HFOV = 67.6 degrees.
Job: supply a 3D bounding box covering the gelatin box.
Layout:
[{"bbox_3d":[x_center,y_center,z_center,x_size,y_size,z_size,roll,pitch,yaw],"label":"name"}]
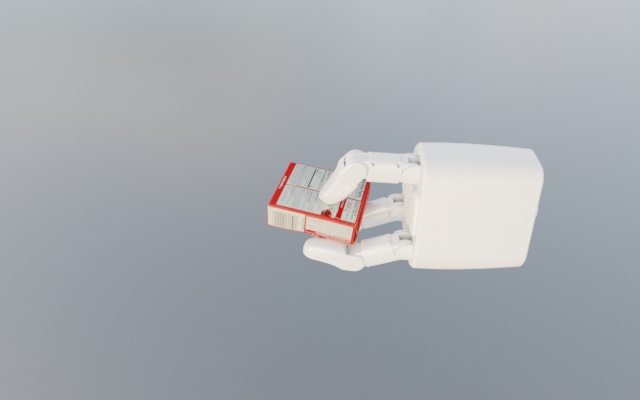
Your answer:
[{"bbox_3d":[0.000,0.001,0.474,0.089,0.030,0.073,13,42,7],"label":"gelatin box"}]
